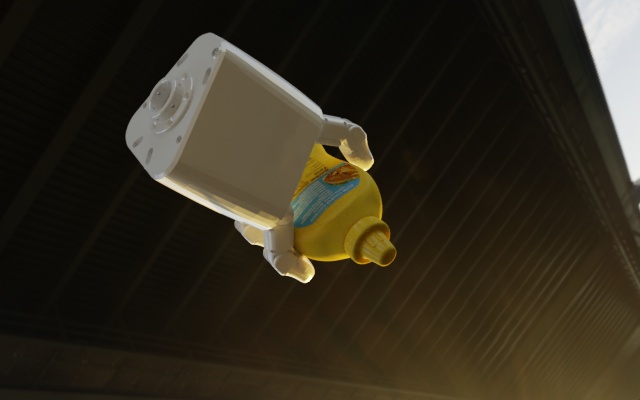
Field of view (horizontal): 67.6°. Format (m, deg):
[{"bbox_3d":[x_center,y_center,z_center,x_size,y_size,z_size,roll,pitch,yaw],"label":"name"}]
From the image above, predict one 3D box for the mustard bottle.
[{"bbox_3d":[0.000,0.002,0.447,0.096,0.058,0.191,-39,45,-13],"label":"mustard bottle"}]
